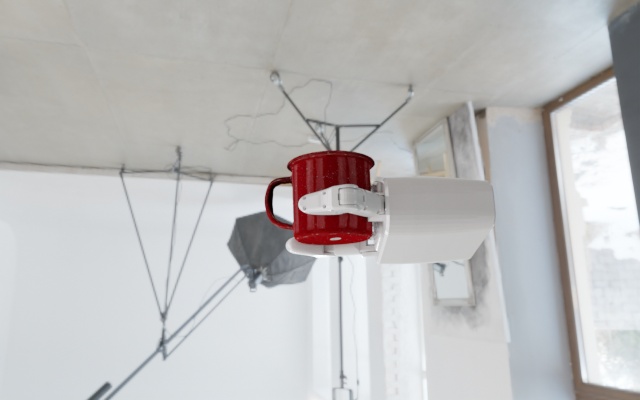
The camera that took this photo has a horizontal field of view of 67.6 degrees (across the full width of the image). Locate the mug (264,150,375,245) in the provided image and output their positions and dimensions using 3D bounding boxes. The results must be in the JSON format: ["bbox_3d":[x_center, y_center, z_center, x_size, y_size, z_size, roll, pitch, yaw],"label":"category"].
[{"bbox_3d":[-0.001,0.002,0.496,0.117,0.081,0.093,-2,-13,0],"label":"mug"}]
